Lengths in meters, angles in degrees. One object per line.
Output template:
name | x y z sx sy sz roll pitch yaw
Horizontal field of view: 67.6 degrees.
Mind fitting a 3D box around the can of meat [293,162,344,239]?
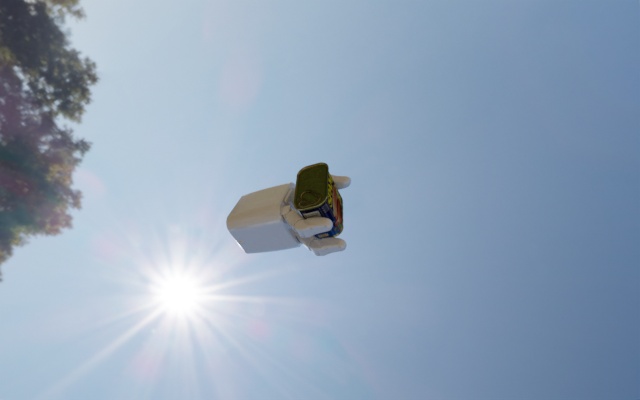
can of meat | 0.000 0.003 0.793 0.057 0.102 0.084 -14 -47 16
